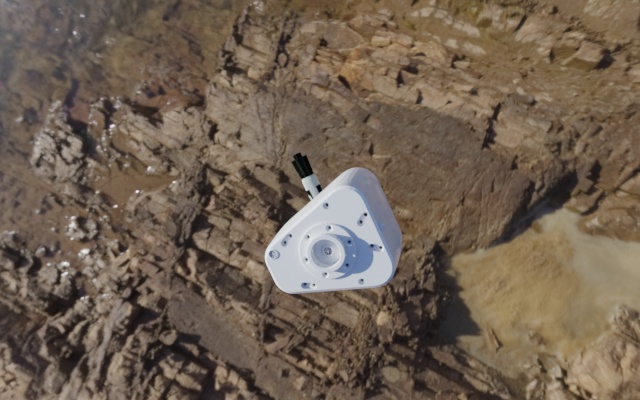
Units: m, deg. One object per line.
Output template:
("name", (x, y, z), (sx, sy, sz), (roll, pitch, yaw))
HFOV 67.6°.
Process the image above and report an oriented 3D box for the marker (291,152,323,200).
("marker", (0.000, 0.002, 0.538), (0.020, 0.121, 0.020), (-26, 5, 2))
